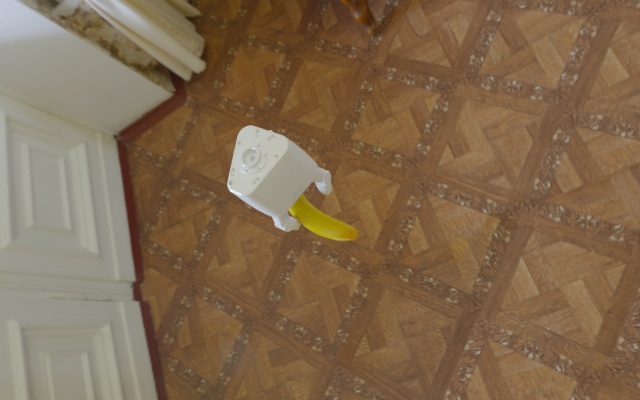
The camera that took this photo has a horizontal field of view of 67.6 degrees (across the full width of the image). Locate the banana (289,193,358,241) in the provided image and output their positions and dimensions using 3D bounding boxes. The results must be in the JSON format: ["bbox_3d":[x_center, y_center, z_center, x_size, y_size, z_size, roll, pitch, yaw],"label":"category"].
[{"bbox_3d":[-0.016,0.013,0.846,0.069,0.197,0.037,-41,-29,1],"label":"banana"}]
